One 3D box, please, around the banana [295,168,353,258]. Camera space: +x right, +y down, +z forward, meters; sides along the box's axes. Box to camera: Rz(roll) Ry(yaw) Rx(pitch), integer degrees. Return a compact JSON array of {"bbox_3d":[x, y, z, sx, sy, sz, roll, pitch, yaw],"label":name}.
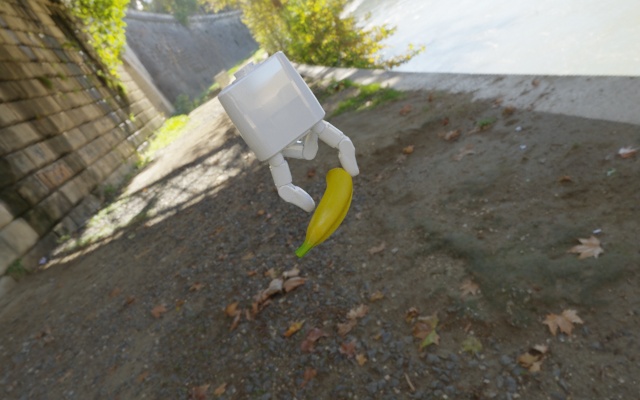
[{"bbox_3d":[0.014,-0.002,0.662,0.069,0.037,0.197,-24,23,30],"label":"banana"}]
